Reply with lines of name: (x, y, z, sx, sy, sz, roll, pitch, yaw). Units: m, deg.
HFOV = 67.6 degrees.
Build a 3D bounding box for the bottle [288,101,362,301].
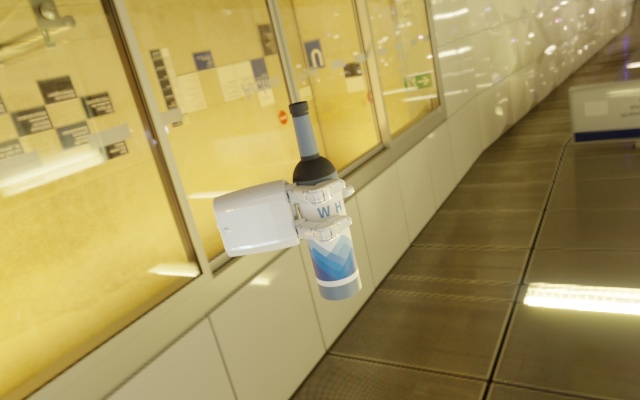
bottle: (0.000, 0.003, 0.702, 0.069, 0.296, 0.069, -12, 17, 4)
